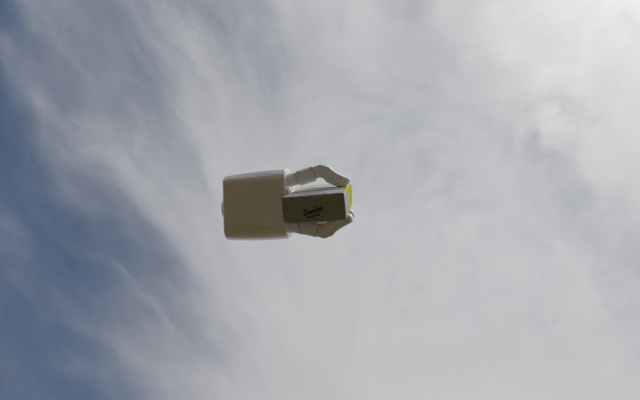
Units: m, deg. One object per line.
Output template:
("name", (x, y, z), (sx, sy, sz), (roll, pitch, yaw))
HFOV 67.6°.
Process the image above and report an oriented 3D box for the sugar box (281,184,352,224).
("sugar box", (0.000, 0.003, 0.757), (0.093, 0.048, 0.176), (-4, 8, 8))
